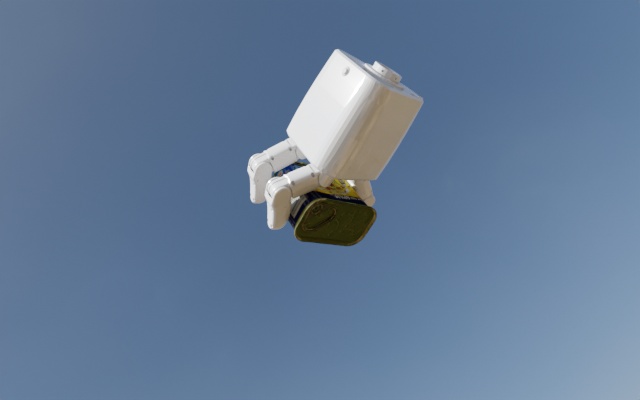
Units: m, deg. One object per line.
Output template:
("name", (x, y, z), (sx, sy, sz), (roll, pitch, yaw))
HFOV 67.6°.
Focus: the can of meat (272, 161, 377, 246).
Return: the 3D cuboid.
("can of meat", (0.000, 0.002, 0.549), (0.102, 0.057, 0.084), (10, 31, -39))
